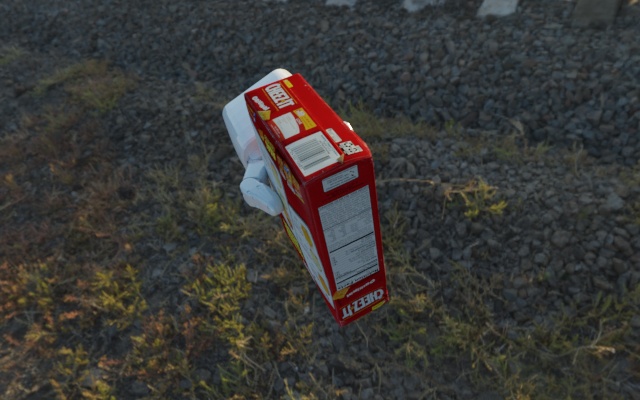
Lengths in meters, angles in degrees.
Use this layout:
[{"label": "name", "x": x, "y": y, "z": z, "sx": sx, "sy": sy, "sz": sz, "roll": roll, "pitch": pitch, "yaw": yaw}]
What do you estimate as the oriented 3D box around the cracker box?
[{"label": "cracker box", "x": 0.000, "y": 0.002, "z": 0.499, "sx": 0.072, "sy": 0.214, "sz": 0.164, "roll": -24, "pitch": 45, "yaw": -11}]
